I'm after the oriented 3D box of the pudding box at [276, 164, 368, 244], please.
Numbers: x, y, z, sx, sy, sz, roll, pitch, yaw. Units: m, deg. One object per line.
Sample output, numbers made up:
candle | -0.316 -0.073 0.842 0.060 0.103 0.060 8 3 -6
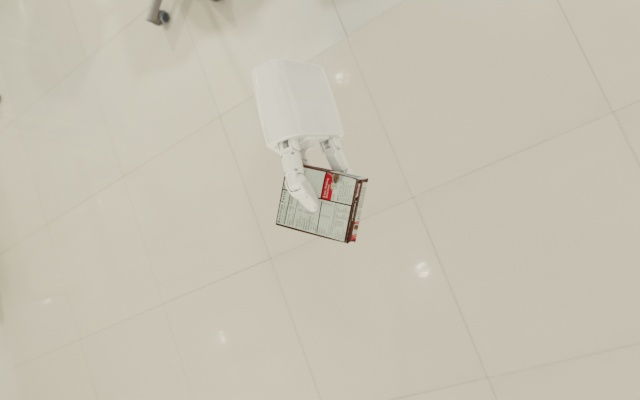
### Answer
pudding box | 0.000 0.002 0.648 0.113 0.090 0.039 14 8 26
